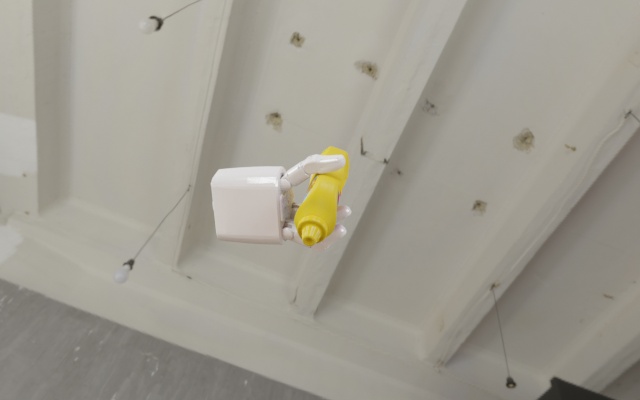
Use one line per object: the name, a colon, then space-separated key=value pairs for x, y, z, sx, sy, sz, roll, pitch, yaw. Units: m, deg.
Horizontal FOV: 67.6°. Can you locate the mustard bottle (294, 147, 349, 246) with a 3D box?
mustard bottle: x=0.000 y=0.002 z=0.706 sx=0.058 sy=0.096 sz=0.191 roll=21 pitch=34 yaw=-2
